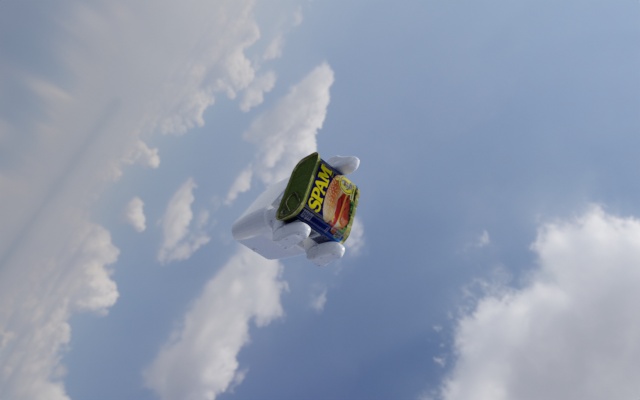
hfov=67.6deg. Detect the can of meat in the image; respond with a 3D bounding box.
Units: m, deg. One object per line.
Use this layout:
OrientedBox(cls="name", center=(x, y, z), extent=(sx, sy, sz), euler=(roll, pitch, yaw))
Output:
OrientedBox(cls="can of meat", center=(0.000, 0.002, 0.630), extent=(0.084, 0.102, 0.057), euler=(36, -36, -26))
